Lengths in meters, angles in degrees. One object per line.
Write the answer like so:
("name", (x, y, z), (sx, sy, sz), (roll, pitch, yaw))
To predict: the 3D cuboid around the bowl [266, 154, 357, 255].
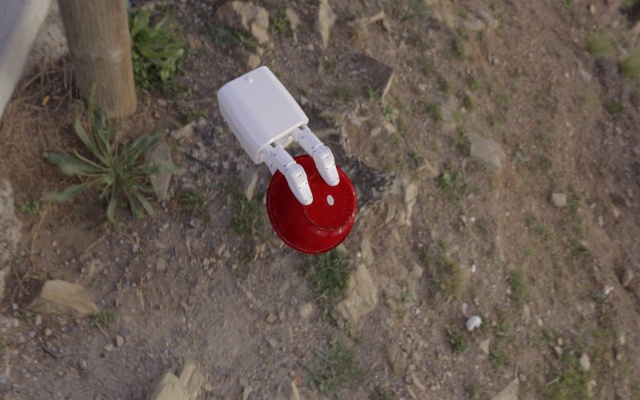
("bowl", (0.001, 0.003, 0.741), (0.162, 0.162, 0.055), (0, -7, -29))
